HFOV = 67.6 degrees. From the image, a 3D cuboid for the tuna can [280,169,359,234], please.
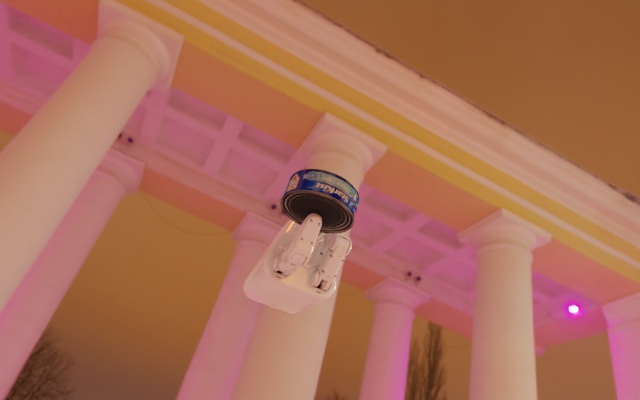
[{"bbox_3d":[0.000,0.001,0.542,0.086,0.033,0.086,14,-30,8],"label":"tuna can"}]
